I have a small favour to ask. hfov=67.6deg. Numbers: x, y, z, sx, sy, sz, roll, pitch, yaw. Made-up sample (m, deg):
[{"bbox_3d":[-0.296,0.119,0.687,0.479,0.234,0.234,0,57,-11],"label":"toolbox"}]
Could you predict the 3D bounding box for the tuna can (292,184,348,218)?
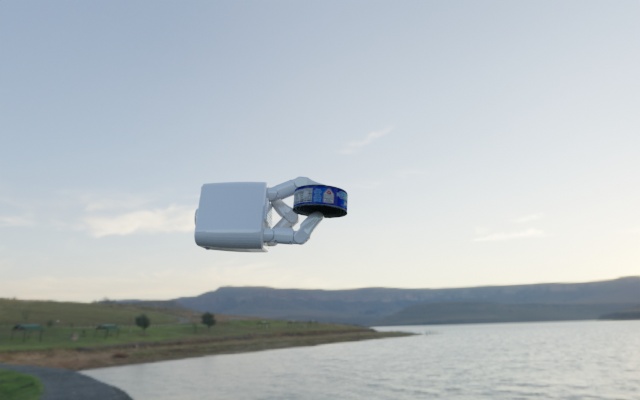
[{"bbox_3d":[0.000,0.002,0.743,0.086,0.033,0.086,4,-15,1],"label":"tuna can"}]
